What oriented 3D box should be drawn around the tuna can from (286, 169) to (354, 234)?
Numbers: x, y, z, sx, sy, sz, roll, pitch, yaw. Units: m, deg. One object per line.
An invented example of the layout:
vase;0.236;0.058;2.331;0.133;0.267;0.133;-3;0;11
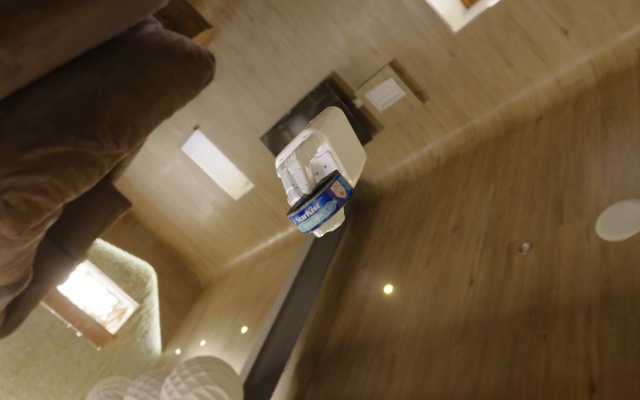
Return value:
tuna can;0.000;0.002;0.592;0.086;0.034;0.086;-41;8;7
